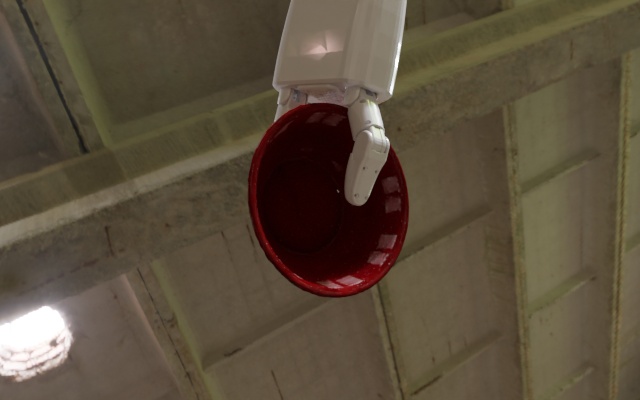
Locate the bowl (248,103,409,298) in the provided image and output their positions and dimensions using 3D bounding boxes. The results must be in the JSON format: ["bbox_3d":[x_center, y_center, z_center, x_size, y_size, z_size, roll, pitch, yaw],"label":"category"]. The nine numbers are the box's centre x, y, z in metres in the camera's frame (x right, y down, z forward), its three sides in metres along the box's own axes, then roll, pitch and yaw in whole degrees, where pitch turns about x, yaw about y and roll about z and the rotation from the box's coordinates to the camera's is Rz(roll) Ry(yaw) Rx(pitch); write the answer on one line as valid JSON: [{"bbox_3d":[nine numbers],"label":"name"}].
[{"bbox_3d":[-0.001,0.003,0.412,0.162,0.162,0.055,0,-7,-35],"label":"bowl"}]
